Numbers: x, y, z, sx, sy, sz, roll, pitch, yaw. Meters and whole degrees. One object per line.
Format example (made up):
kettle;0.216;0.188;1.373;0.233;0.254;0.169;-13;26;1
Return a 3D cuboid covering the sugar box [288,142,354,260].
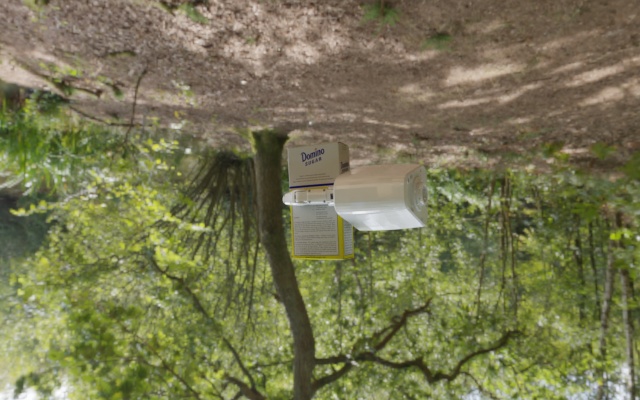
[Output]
sugar box;0.001;0.003;0.741;0.093;0.176;0.048;-3;-4;28
